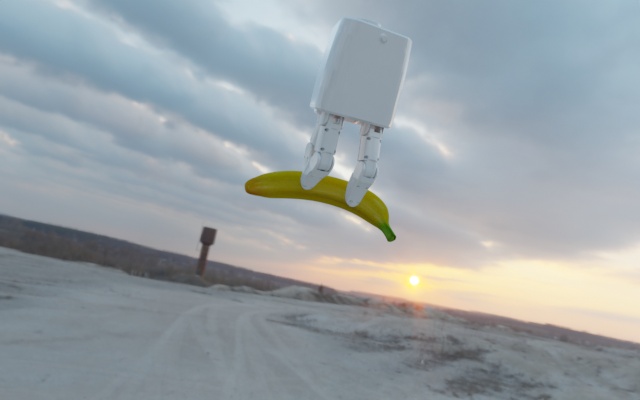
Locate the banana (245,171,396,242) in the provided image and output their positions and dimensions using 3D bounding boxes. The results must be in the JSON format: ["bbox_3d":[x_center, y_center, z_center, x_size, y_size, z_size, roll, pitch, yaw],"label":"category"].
[{"bbox_3d":[0.005,-0.006,0.607,0.198,0.037,0.069,17,31,-2],"label":"banana"}]
